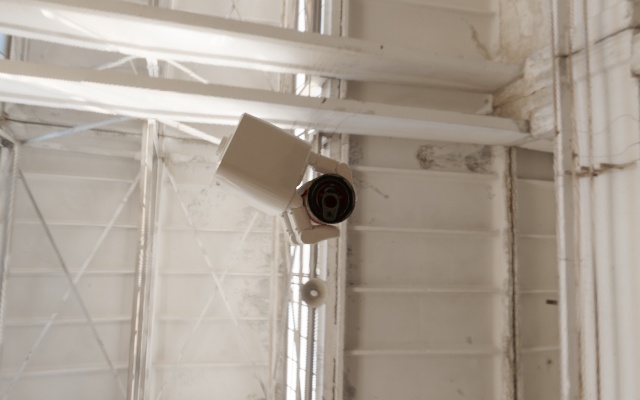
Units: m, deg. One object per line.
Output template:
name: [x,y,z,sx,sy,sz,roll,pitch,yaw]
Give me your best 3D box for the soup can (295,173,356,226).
soup can: [0.001,0.002,0.677,0.068,0.068,0.102,0,-5,-17]
